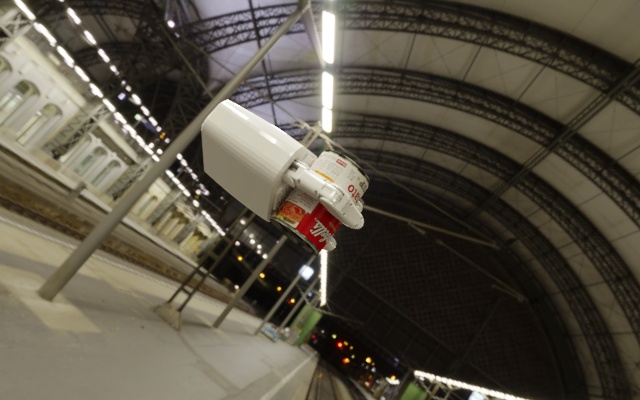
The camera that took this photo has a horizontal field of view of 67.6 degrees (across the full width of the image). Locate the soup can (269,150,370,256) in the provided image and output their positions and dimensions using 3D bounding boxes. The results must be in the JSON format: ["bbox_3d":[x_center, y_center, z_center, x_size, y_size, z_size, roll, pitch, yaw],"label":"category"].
[{"bbox_3d":[0.001,0.002,0.539,0.068,0.102,0.068,35,-14,10],"label":"soup can"}]
